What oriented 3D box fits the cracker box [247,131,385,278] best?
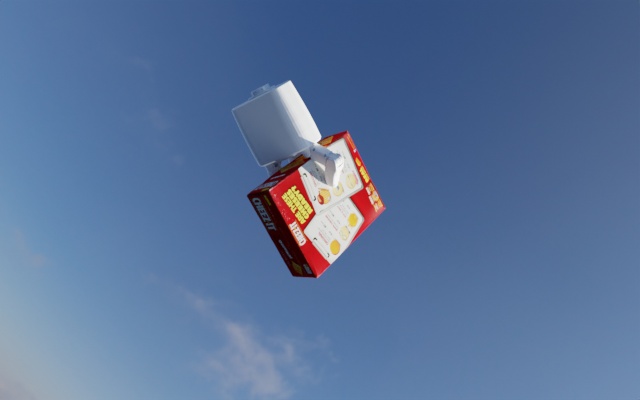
[{"bbox_3d":[0.000,0.003,0.812,0.072,0.164,0.213,-10,24,48],"label":"cracker box"}]
